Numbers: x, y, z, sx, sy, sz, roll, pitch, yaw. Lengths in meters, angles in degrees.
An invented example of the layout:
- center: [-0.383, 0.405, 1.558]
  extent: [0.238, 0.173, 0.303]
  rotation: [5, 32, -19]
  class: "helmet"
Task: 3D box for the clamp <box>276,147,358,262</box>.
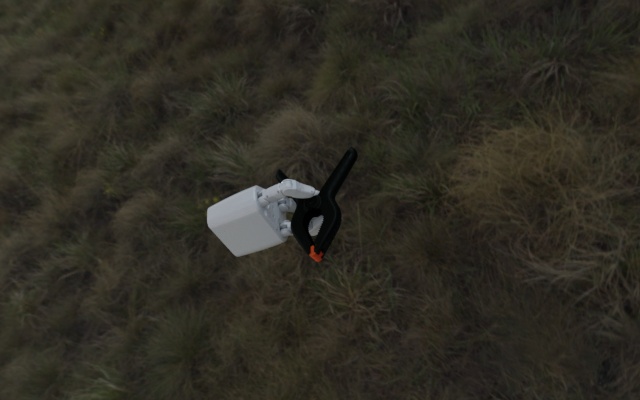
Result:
- center: [0.000, 0.003, 0.835]
  extent: [0.164, 0.209, 0.036]
  rotation: [-21, -37, 19]
  class: "clamp"
